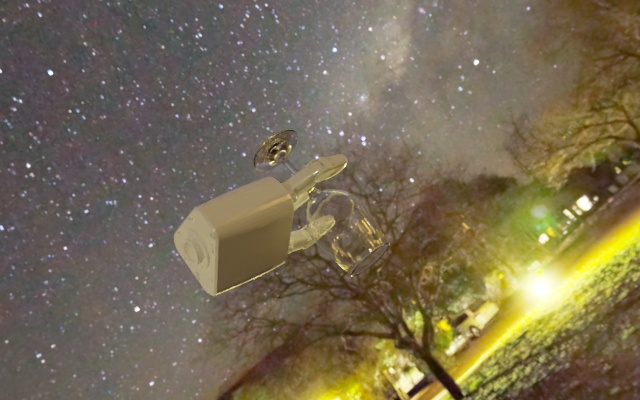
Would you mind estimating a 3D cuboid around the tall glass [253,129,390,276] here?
[{"bbox_3d":[0.000,0.001,0.615,0.079,0.201,0.079,-35,-21,-16],"label":"tall glass"}]
